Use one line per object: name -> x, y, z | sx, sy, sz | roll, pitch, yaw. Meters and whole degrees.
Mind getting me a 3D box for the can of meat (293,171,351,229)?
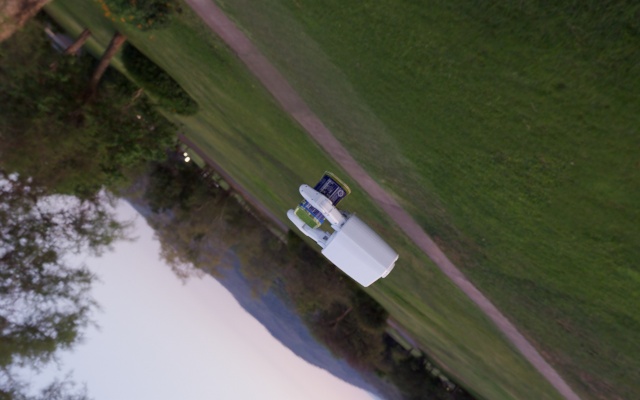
can of meat -> 0.000, 0.003, 0.857 | 0.057, 0.084, 0.102 | 41, -12, 0
